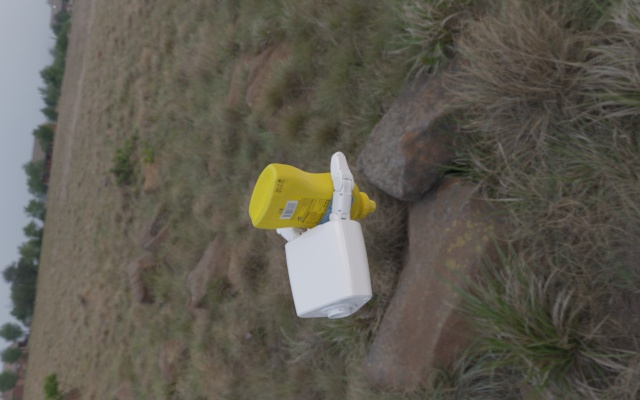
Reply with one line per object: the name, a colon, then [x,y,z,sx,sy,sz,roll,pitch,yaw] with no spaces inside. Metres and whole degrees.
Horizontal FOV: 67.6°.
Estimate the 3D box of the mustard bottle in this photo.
mustard bottle: [0.000,0.002,0.694,0.191,0.096,0.058,6,36,-31]
